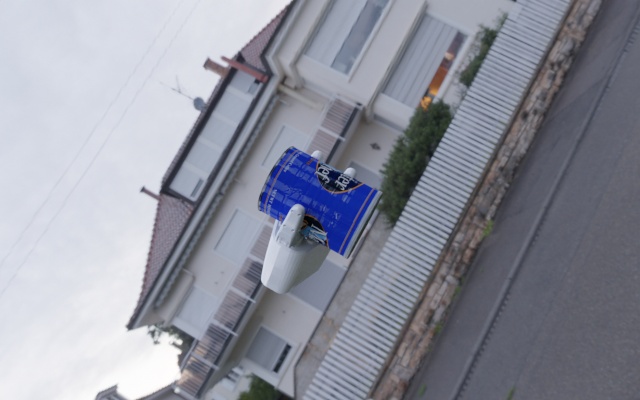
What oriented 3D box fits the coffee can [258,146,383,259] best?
[{"bbox_3d":[0.000,0.002,0.655,0.140,0.103,0.103,28,4,8],"label":"coffee can"}]
